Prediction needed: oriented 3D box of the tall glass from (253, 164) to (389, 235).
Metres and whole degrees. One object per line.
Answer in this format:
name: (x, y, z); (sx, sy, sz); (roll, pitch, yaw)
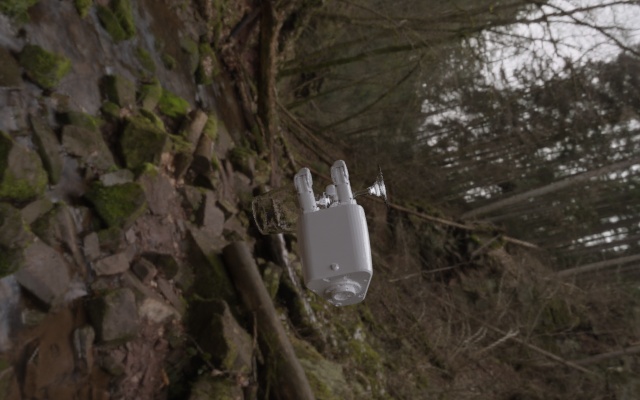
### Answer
tall glass: (0.001, 0.002, 0.737); (0.201, 0.079, 0.079); (-12, -2, 7)
